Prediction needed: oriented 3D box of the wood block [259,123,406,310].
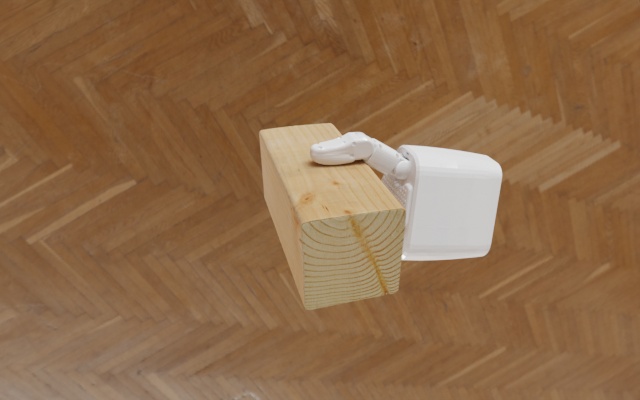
[{"bbox_3d":[0.001,0.001,0.483,0.090,0.091,0.206,-8,30,-14],"label":"wood block"}]
